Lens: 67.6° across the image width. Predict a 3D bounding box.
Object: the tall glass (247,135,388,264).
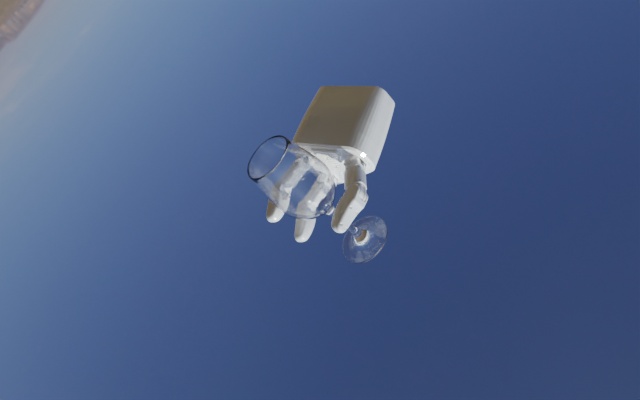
[{"bbox_3d":[0.001,0.002,0.598,0.079,0.079,0.201,0,-31,45],"label":"tall glass"}]
